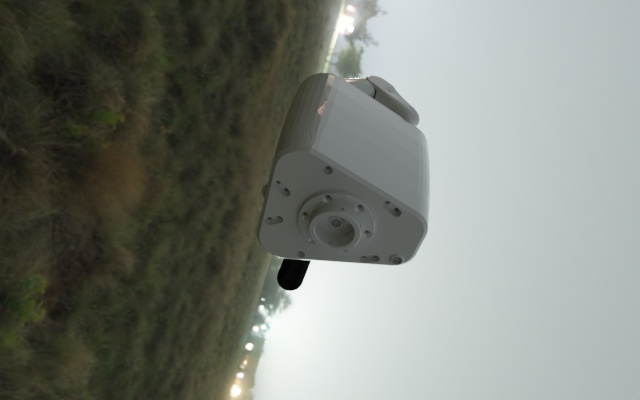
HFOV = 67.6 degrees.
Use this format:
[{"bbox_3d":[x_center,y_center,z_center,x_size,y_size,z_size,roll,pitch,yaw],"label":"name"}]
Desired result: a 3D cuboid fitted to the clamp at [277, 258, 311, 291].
[{"bbox_3d":[0.001,0.001,0.449,0.039,0.172,0.120,16,38,-2],"label":"clamp"}]
